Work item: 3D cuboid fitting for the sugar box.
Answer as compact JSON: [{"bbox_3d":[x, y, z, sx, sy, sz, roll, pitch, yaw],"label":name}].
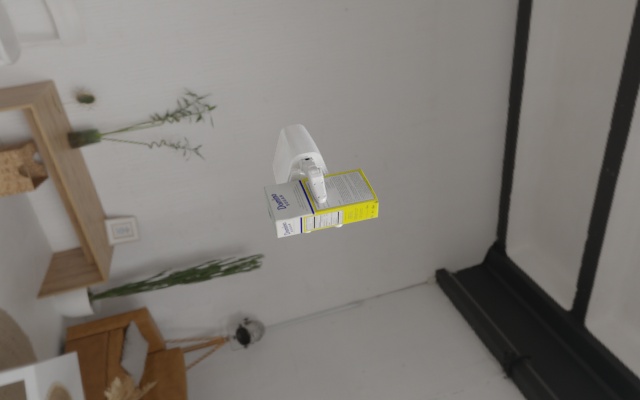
[{"bbox_3d":[0.000,0.003,0.806,0.176,0.048,0.093,-13,43,-10],"label":"sugar box"}]
